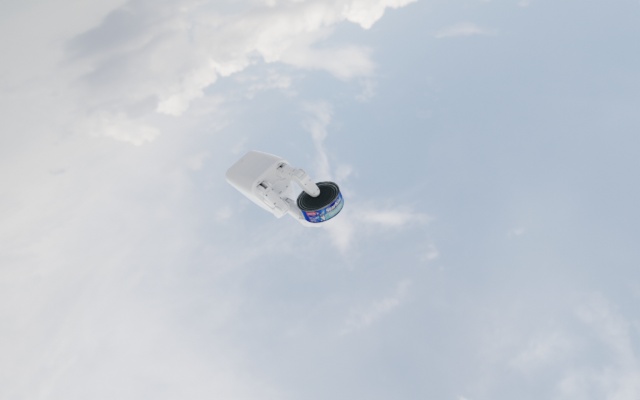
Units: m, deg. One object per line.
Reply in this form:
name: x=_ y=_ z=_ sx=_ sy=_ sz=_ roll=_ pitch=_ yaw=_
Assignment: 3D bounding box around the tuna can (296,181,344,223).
tuna can: x=0.000 y=0.003 z=0.896 sx=0.086 sy=0.034 sz=0.086 roll=-16 pitch=35 yaw=12
